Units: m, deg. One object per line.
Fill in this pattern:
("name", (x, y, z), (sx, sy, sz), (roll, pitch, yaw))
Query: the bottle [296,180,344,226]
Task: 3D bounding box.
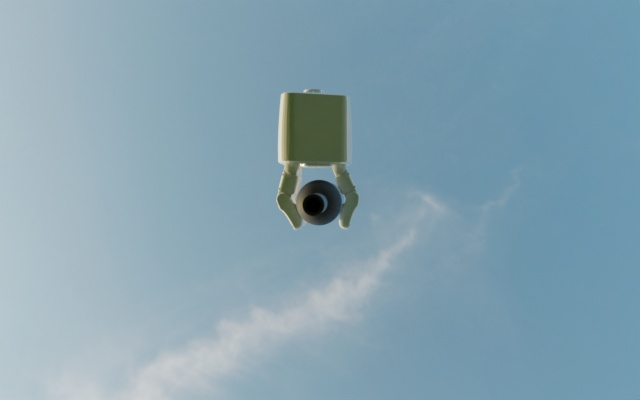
("bottle", (0.000, 0.002, 0.727), (0.069, 0.069, 0.295), (0, 1, 4))
